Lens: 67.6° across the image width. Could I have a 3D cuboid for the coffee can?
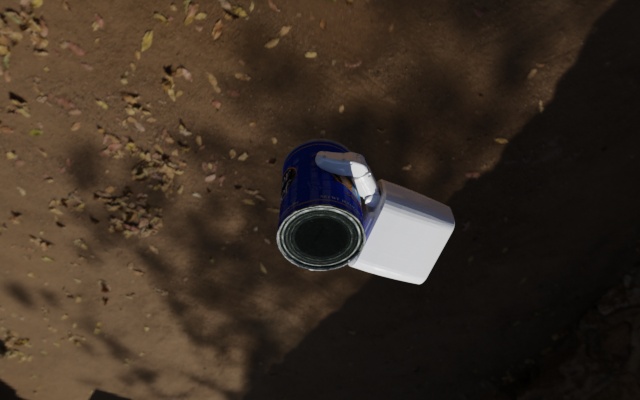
[{"bbox_3d":[0.000,0.002,0.600,0.103,0.103,0.140,0,39,-1],"label":"coffee can"}]
